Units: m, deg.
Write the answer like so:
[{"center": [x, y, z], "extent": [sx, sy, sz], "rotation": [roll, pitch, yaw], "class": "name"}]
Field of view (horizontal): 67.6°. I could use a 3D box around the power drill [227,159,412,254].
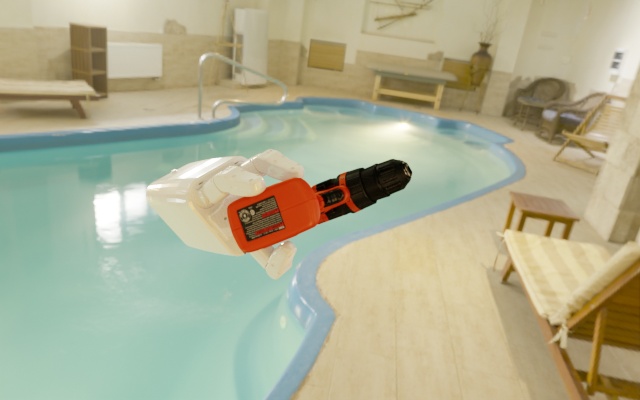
[{"center": [0.000, 0.002, 0.544], "extent": [0.184, 0.057, 0.187], "rotation": [-23, -5, 26], "class": "power drill"}]
